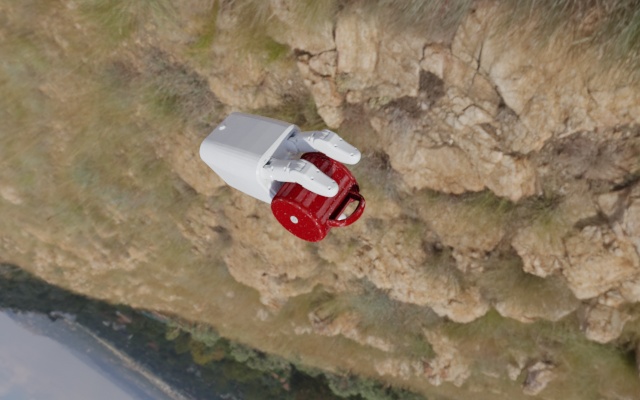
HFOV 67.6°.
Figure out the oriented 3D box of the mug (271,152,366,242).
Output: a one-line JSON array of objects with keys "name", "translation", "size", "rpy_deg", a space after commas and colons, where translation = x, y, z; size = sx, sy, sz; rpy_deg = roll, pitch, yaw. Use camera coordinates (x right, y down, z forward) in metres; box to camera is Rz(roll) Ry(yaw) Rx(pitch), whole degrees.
[{"name": "mug", "translation": [0.001, 0.003, 0.602], "size": [0.117, 0.081, 0.093], "rpy_deg": [19, -33, 29]}]
